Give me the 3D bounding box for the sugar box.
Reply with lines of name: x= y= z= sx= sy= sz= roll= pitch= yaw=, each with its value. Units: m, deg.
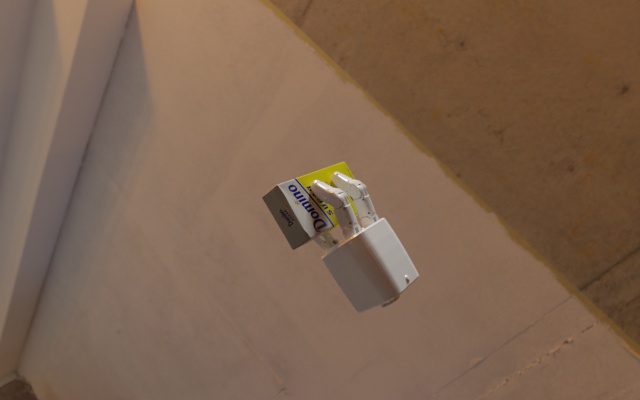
sugar box: x=0.001 y=0.002 z=0.742 sx=0.048 sy=0.093 sz=0.176 roll=-35 pitch=-7 yaw=36
